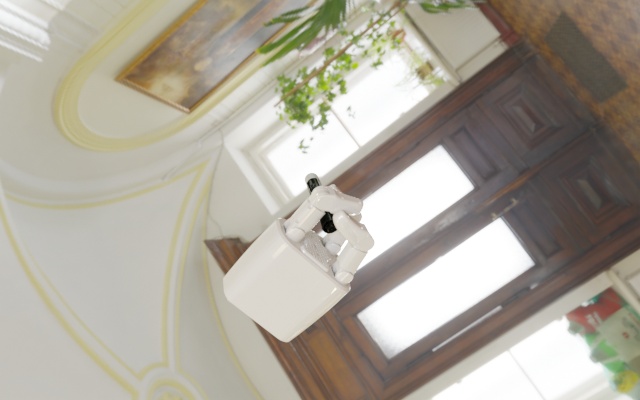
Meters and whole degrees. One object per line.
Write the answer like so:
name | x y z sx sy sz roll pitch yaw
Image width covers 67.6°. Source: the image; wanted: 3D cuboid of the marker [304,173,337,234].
marker | 0.000 0.002 0.569 0.020 0.020 0.121 0 30 -13
